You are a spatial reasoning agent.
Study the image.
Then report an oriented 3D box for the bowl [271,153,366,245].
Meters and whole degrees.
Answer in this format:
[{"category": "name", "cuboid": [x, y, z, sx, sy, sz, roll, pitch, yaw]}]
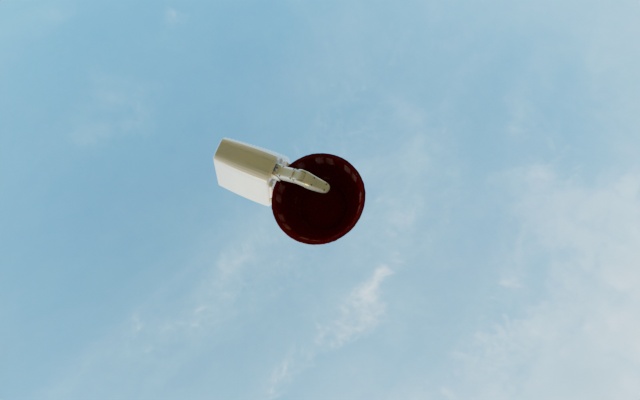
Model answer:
[{"category": "bowl", "cuboid": [0.001, 0.004, 0.820, 0.162, 0.162, 0.055, 0, -18, 12]}]
